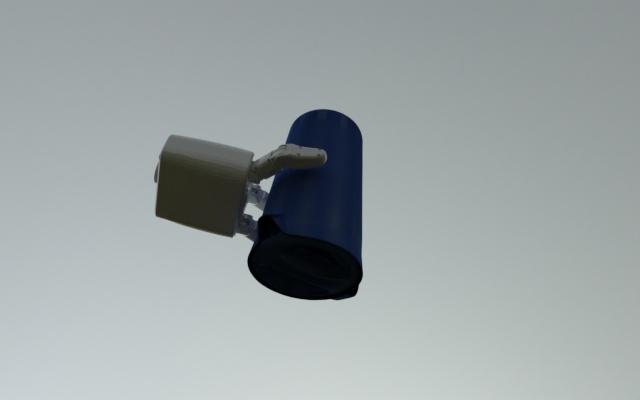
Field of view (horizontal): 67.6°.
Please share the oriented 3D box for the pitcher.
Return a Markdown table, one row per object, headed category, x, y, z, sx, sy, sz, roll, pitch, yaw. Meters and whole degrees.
| category | x | y | z | sx | sy | sz | roll | pitch | yaw |
| --- | --- | --- | --- | --- | --- | --- | --- | --- | --- |
| pitcher | 0.000 | 0.002 | 0.624 | 0.145 | 0.242 | 0.149 | 12 | -41 | -4 |
